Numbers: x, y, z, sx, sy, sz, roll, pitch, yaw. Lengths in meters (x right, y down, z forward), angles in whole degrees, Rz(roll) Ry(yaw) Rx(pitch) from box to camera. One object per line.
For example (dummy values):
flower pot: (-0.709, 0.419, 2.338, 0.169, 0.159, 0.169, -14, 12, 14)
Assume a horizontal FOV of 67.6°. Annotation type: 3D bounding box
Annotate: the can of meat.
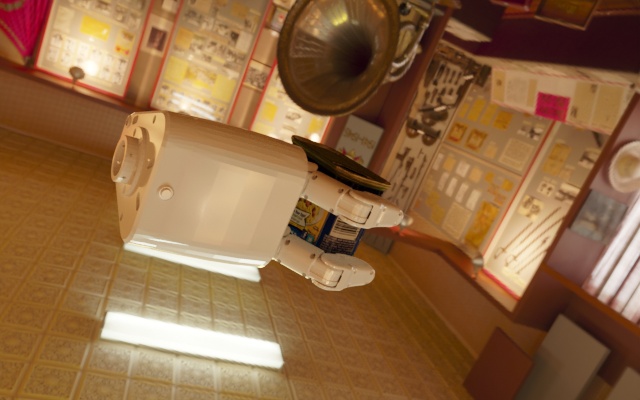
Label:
can of meat: (0.000, 0.002, 0.414, 0.057, 0.084, 0.102, 13, 16, -40)
